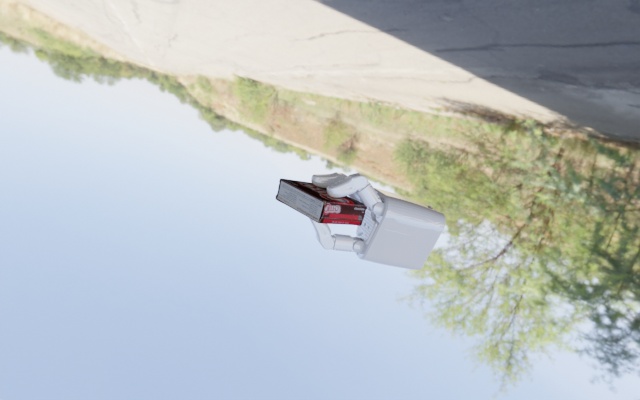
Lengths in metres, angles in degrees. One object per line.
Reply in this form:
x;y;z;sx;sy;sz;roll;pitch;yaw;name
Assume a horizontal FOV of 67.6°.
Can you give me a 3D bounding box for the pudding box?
0.000;0.003;0.725;0.090;0.039;0.113;7;12;-43;pudding box
